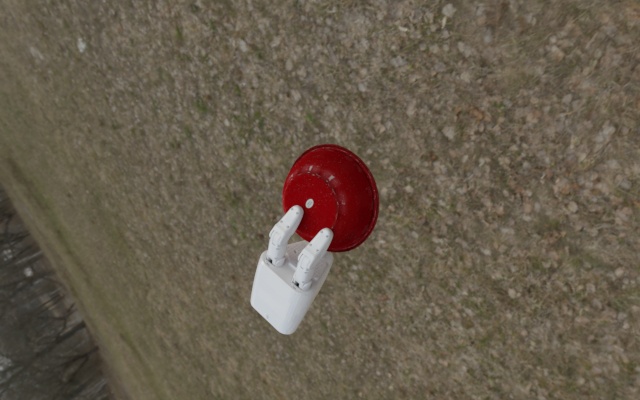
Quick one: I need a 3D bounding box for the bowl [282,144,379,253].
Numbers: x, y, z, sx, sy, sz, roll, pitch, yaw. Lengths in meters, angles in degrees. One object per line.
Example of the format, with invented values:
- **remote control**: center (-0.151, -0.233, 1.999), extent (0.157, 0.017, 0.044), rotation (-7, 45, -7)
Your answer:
- **bowl**: center (0.000, 0.001, 0.680), extent (0.162, 0.162, 0.055), rotation (0, 10, 34)
